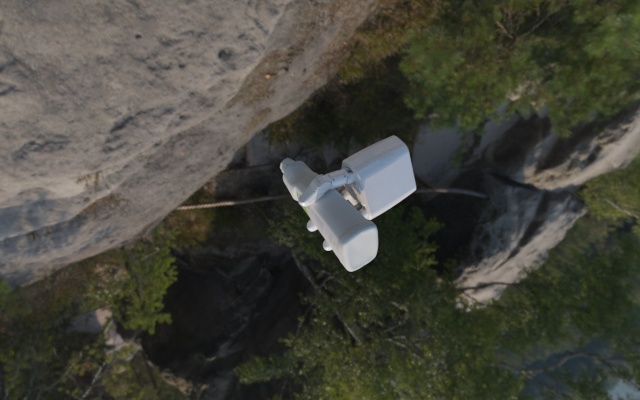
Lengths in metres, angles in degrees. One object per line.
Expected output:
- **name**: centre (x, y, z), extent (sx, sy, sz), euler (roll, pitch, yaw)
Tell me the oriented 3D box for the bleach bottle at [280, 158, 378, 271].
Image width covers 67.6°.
- **bleach bottle**: centre (0.000, 0.003, 0.823), extent (0.068, 0.103, 0.250), euler (-29, 53, -15)
